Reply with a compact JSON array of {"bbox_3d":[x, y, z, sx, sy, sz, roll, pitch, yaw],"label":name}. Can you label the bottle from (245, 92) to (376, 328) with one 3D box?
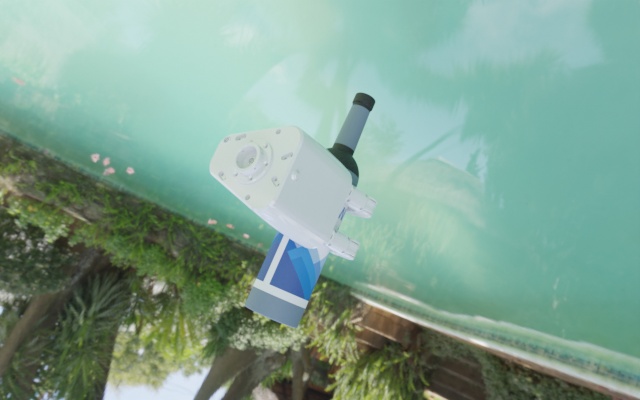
[{"bbox_3d":[0.000,0.002,0.579,0.069,0.295,0.069,23,-11,5],"label":"bottle"}]
